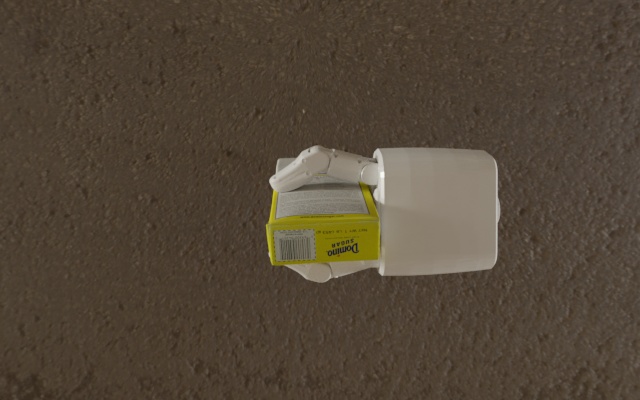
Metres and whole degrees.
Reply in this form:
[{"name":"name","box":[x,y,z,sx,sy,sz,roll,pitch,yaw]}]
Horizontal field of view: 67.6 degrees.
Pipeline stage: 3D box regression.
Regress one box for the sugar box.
[{"name":"sugar box","box":[0.000,0.002,0.469,0.093,0.048,0.176,-2,20,-1]}]
